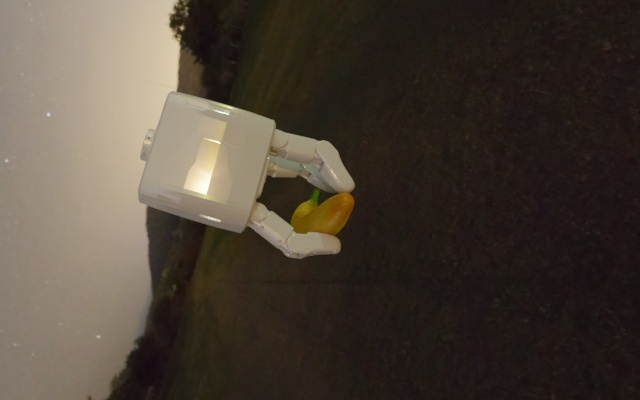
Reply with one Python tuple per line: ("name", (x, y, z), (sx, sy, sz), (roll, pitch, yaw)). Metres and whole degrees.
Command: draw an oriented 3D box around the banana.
("banana", (-0.006, 0.019, 0.554), (0.037, 0.069, 0.198), (18, 0, -12))
